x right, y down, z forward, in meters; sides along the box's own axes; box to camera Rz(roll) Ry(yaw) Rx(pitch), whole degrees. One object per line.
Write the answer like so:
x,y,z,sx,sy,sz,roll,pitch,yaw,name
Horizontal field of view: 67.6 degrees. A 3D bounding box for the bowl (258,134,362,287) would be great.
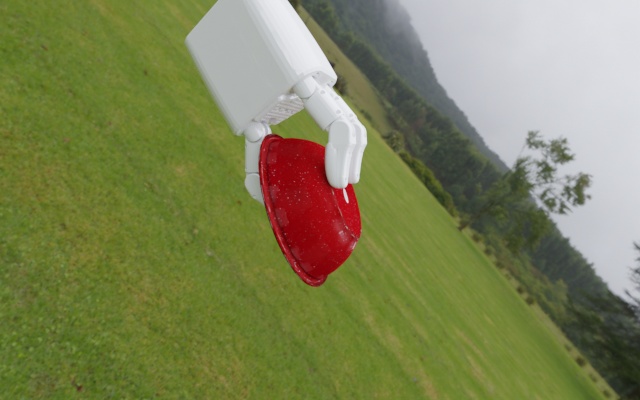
0.001,0.003,0.478,0.055,0.162,0.162,-17,-5,16,bowl
